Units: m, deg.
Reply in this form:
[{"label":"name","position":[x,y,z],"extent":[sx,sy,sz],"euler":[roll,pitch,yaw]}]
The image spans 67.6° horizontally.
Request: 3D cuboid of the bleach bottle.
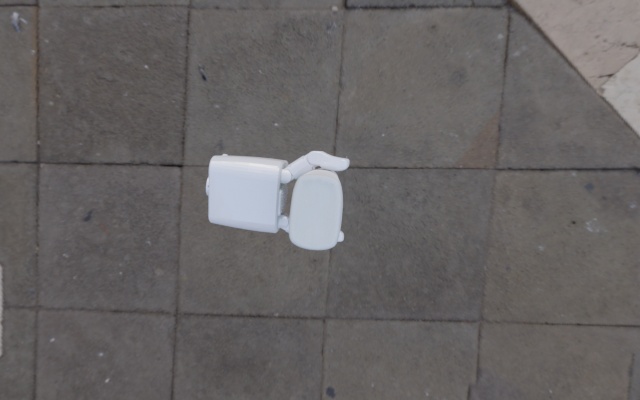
[{"label":"bleach bottle","position":[0.000,0.002,0.734],"extent":[0.068,0.102,0.251],"euler":[6,6,2]}]
